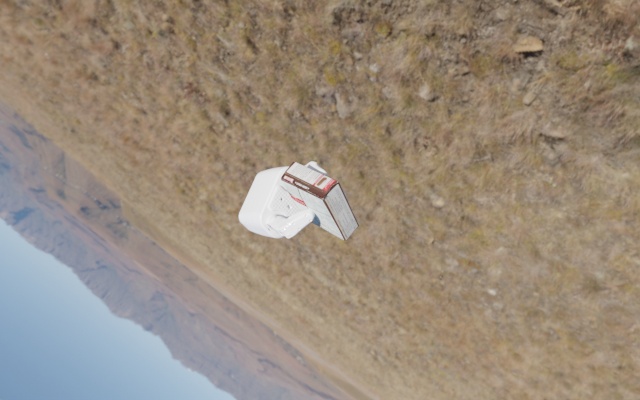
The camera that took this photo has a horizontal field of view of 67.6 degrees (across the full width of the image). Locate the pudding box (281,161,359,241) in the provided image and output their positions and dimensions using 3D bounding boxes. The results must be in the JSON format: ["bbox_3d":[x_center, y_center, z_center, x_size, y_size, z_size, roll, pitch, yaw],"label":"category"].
[{"bbox_3d":[0.000,0.002,0.703,0.090,0.039,0.114,26,-21,36],"label":"pudding box"}]
